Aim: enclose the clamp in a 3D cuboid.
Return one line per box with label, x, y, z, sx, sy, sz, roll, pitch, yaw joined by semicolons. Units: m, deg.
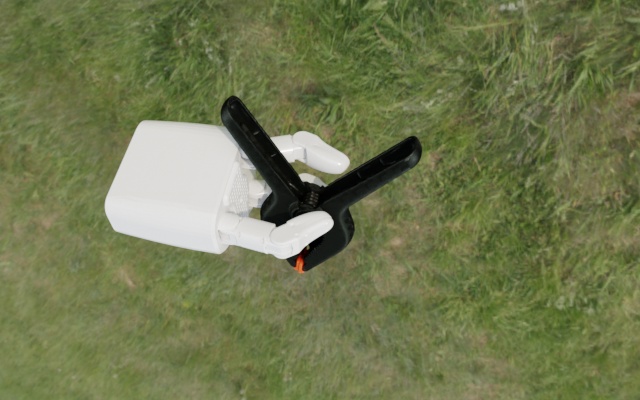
clamp;0.000;0.002;0.446;0.164;0.036;0.210;9;-42;9
